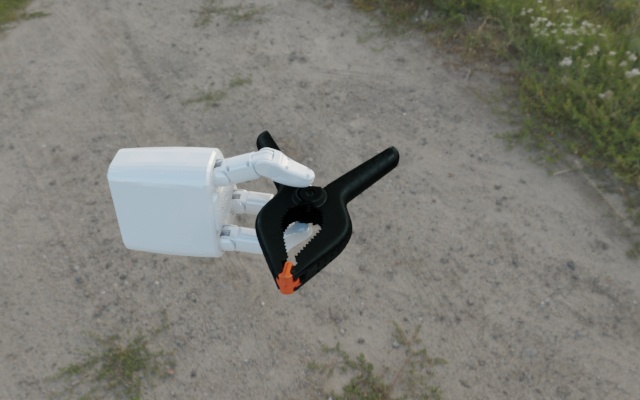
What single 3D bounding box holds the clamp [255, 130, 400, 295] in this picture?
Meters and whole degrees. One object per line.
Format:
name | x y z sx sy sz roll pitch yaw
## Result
clamp | 0.000 0.001 0.486 0.164 0.209 0.036 2 -44 4
